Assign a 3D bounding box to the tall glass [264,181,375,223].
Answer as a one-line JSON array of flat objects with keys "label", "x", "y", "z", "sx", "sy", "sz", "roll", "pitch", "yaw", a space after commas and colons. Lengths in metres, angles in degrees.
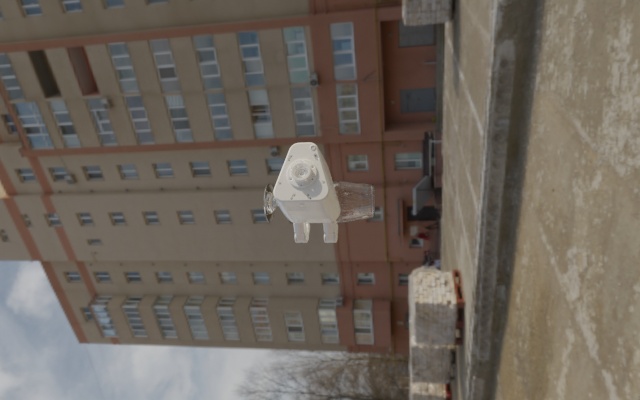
[{"label": "tall glass", "x": -0.001, "y": 0.003, "z": 0.895, "sx": 0.201, "sy": 0.079, "sz": 0.079, "roll": -1, "pitch": 0, "yaw": 10}]
